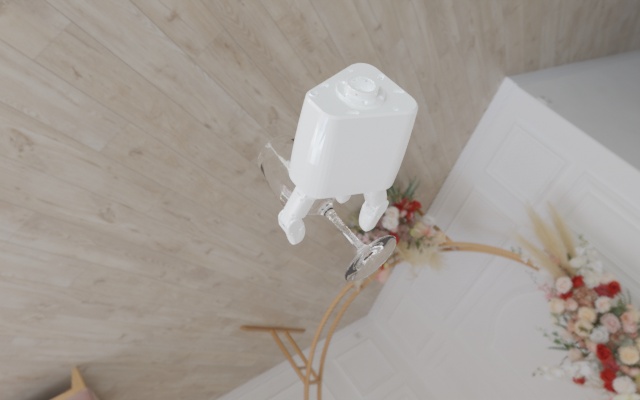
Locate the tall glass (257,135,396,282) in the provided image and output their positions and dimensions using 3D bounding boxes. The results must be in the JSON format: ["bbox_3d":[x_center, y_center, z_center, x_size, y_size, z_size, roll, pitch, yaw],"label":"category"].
[{"bbox_3d":[0.000,0.003,0.589,0.079,0.079,0.201,0,41,-50],"label":"tall glass"}]
